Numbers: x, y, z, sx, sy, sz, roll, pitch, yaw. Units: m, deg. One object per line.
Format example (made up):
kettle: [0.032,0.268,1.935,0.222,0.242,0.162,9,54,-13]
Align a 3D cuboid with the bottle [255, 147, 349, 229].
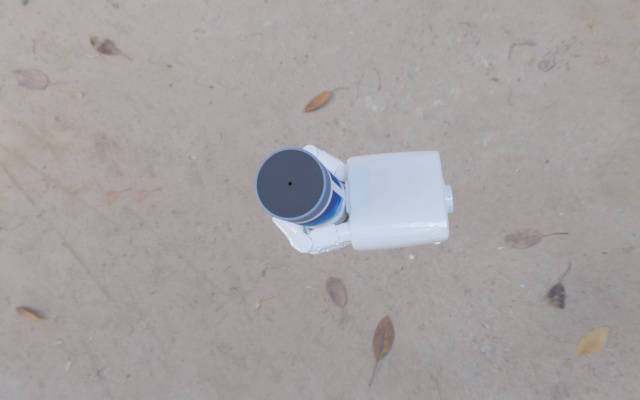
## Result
bottle: [0.000,0.002,0.568,0.069,0.069,0.296,0,-7,11]
